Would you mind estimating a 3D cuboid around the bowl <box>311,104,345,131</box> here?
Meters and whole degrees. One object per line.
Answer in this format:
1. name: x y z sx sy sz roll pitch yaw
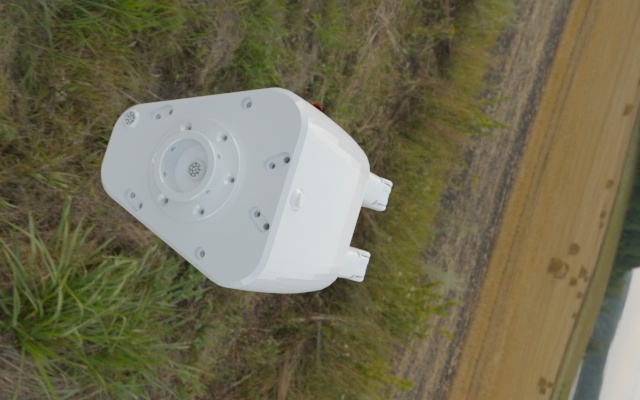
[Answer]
1. bowl: 0.001 0.001 0.417 0.055 0.162 0.162 16 3 9
